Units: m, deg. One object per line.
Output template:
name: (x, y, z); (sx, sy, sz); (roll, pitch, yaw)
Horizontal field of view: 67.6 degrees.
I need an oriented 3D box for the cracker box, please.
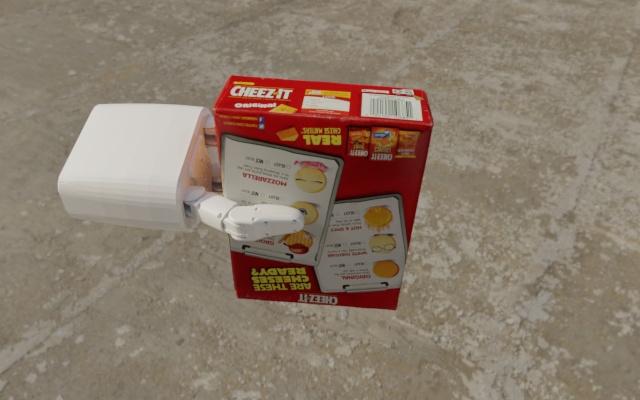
cracker box: (0.000, 0.001, 0.433); (0.164, 0.214, 0.072); (4, 39, 3)
